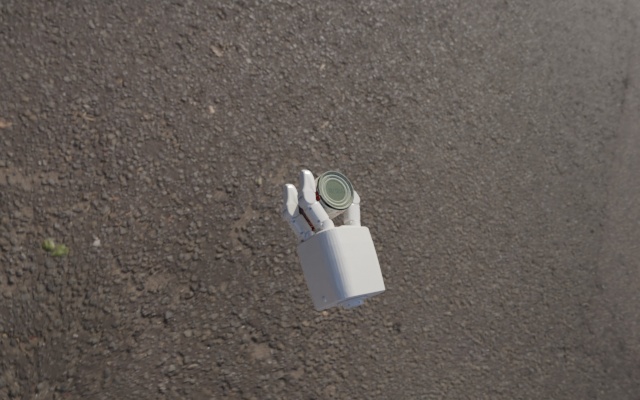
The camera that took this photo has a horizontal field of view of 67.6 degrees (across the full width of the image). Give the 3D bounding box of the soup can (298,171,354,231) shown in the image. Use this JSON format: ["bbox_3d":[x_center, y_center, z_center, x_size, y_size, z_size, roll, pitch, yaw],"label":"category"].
[{"bbox_3d":[0.000,0.002,0.774,0.068,0.068,0.102,0,-22,-32],"label":"soup can"}]
